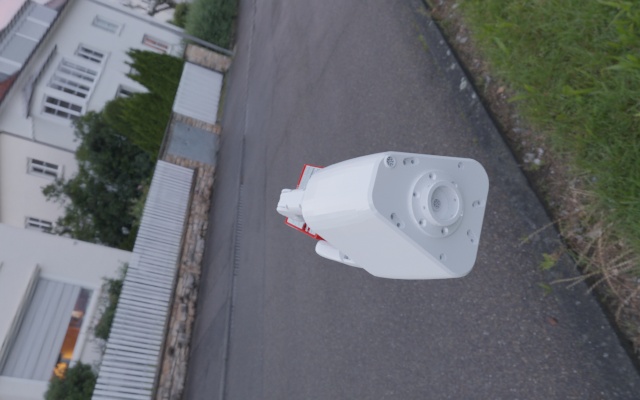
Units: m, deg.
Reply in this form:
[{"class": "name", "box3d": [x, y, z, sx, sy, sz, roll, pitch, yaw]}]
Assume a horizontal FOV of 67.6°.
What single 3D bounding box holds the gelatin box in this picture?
[{"class": "gelatin box", "box3d": [0.000, 0.002, 0.517, 0.030, 0.073, 0.089, 18, 0, -27]}]
